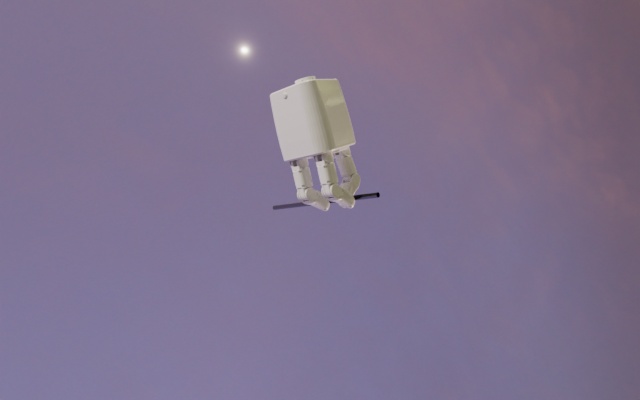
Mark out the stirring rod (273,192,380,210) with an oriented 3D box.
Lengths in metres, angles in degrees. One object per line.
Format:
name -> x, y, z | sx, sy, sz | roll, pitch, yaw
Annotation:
stirring rod -> 0.000, 0.002, 0.779 | 0.011, 0.011, 0.239 | 0, -5, -44
